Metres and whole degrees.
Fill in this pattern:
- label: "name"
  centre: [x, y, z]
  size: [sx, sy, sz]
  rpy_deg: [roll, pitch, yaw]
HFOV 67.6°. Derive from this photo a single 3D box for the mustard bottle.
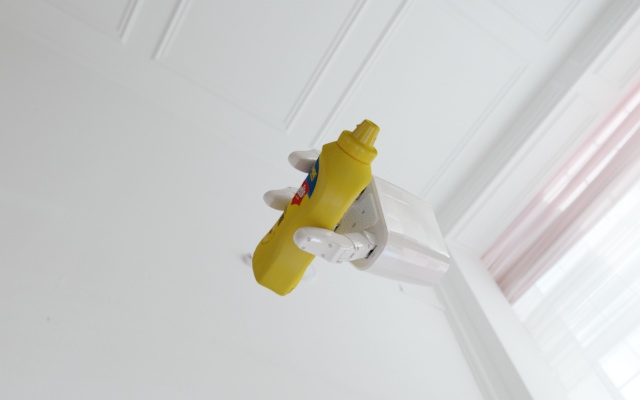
- label: "mustard bottle"
  centre: [0.000, 0.002, 0.486]
  size: [0.058, 0.192, 0.096]
  rpy_deg: [31, 21, -8]
